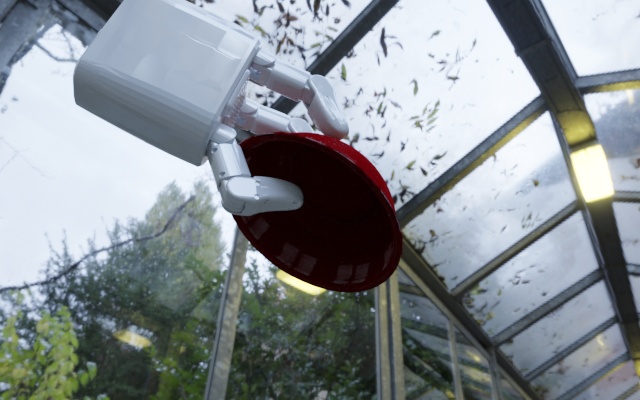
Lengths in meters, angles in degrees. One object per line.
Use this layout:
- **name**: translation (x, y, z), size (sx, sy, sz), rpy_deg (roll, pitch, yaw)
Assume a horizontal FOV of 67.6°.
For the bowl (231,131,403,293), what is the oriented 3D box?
- **bowl**: translation (0.001, 0.002, 0.401), size (0.162, 0.162, 0.055), rpy_deg (0, 36, 34)
